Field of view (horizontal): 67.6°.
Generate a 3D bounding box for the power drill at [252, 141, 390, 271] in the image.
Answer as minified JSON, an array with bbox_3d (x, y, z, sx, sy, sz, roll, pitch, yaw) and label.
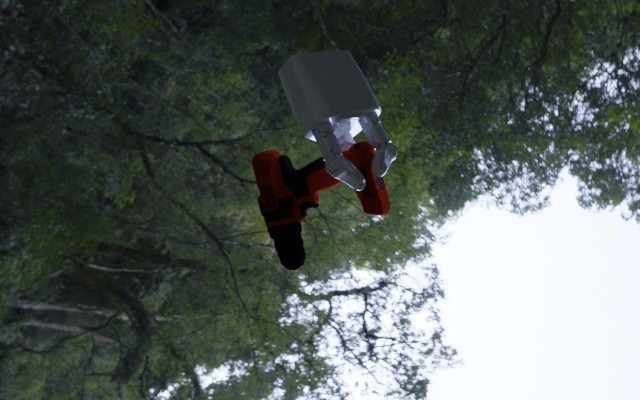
[{"bbox_3d":[0.000,0.002,0.688,0.187,0.184,0.057,-13,7,21],"label":"power drill"}]
